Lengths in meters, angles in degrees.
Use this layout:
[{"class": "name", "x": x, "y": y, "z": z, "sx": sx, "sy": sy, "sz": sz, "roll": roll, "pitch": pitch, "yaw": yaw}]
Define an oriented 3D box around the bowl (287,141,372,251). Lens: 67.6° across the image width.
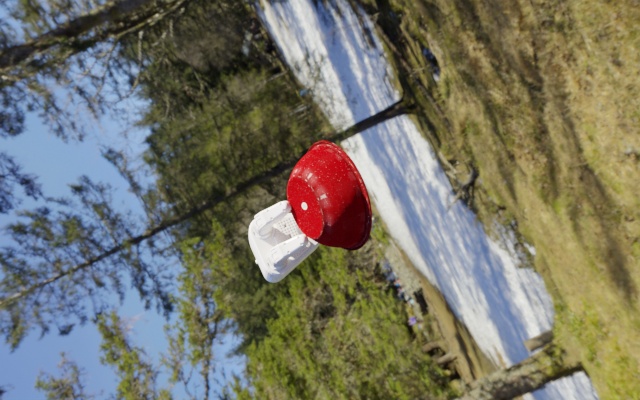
[{"class": "bowl", "x": 0.000, "y": 0.001, "z": 0.660, "sx": 0.055, "sy": 0.162, "sz": 0.162, "roll": -20, "pitch": 10, "yaw": -29}]
